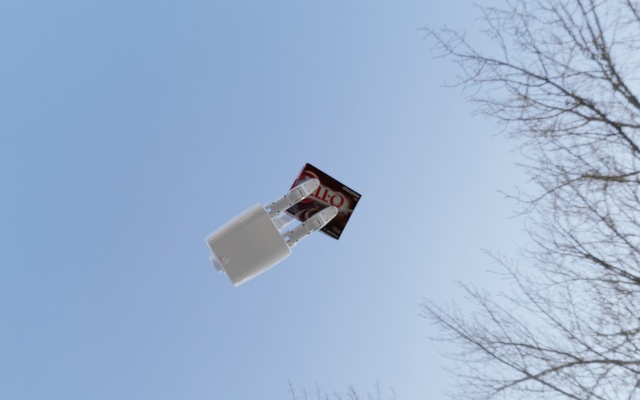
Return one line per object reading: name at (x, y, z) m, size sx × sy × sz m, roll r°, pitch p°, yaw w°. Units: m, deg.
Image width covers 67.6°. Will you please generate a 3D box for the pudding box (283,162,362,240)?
pudding box at (0.000, 0.003, 0.811) m, size 0.113 × 0.090 × 0.039 m, roll 31°, pitch -10°, yaw -10°
